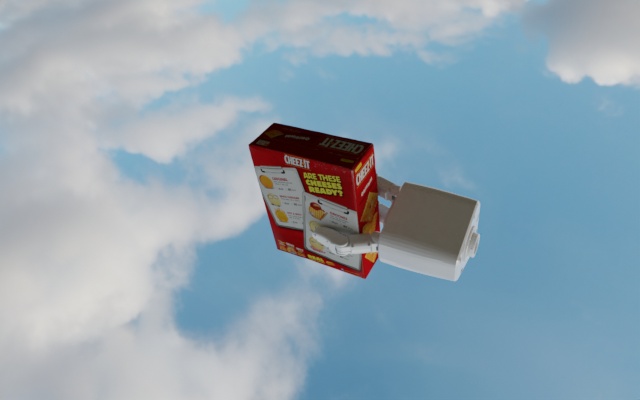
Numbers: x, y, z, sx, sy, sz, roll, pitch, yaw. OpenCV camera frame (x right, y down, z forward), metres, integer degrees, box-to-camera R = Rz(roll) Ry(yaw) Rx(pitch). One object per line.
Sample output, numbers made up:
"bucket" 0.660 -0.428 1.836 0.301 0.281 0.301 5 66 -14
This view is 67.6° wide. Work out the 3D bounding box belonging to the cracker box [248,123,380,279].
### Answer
"cracker box" 0.000 0.003 0.701 0.164 0.214 0.072 16 47 26
